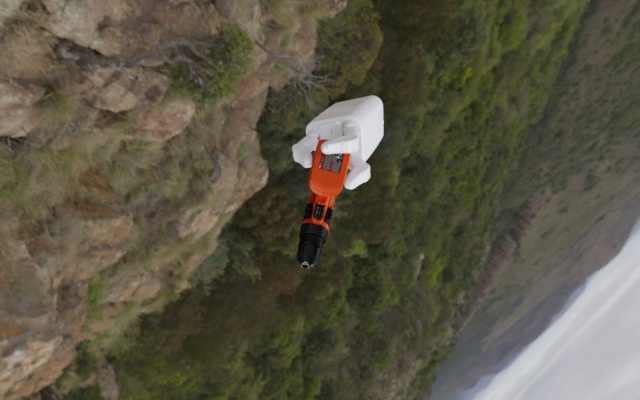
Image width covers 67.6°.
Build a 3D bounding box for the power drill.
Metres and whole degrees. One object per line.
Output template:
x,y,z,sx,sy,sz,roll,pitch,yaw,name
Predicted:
0.000,0.002,0.810,0.057,0.184,0.188,13,-33,-2,power drill
